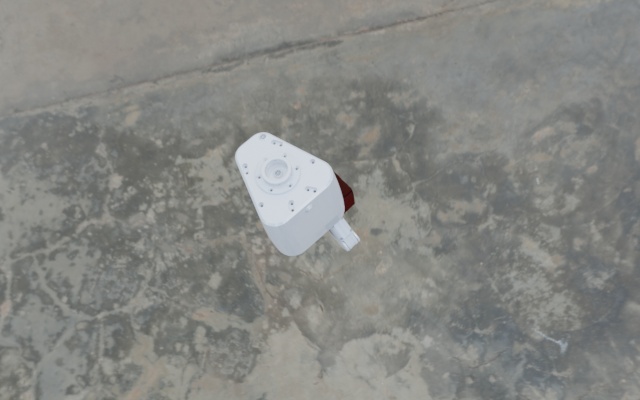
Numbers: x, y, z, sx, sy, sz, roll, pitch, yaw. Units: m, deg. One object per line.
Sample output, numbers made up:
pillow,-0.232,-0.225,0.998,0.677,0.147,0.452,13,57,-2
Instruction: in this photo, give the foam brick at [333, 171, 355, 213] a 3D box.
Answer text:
foam brick,0.000,0.002,0.635,0.078,0.053,0.051,-41,-22,-9
